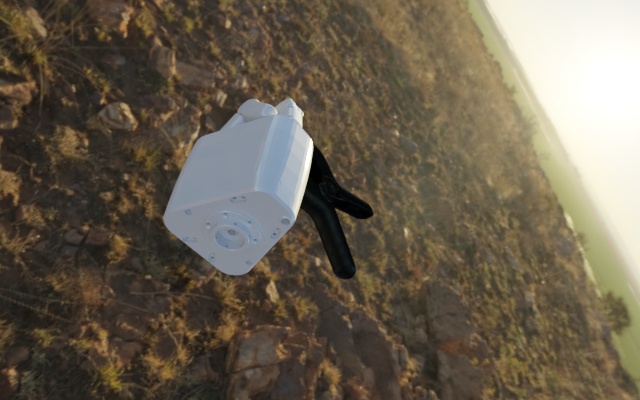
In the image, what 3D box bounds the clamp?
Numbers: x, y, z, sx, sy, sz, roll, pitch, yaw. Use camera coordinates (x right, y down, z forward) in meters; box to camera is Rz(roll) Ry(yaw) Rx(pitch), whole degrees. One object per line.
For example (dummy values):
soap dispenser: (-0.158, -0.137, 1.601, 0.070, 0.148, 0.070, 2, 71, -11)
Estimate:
clamp: (0.000, 0.001, 0.520, 0.039, 0.120, 0.171, -29, -58, 28)
